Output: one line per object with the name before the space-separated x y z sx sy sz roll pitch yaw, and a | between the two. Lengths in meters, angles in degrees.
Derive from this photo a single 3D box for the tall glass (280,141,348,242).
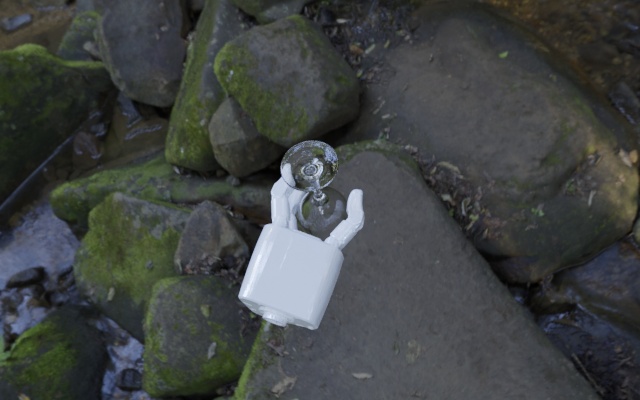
tall glass | 0.000 0.002 0.683 0.079 0.079 0.201 0 -27 9
